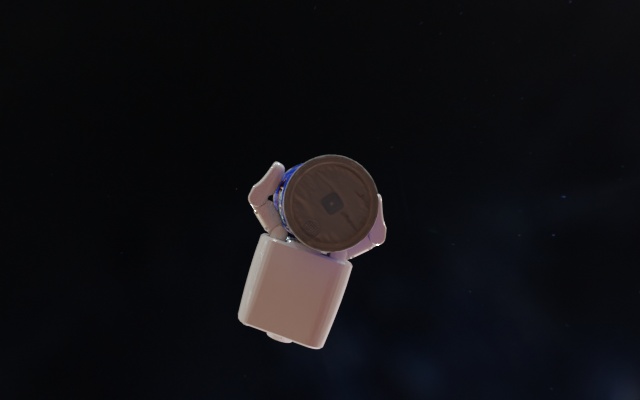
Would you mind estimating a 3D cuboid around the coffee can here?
[{"bbox_3d":[0.000,0.002,0.567,0.103,0.103,0.140,0,1,-10],"label":"coffee can"}]
